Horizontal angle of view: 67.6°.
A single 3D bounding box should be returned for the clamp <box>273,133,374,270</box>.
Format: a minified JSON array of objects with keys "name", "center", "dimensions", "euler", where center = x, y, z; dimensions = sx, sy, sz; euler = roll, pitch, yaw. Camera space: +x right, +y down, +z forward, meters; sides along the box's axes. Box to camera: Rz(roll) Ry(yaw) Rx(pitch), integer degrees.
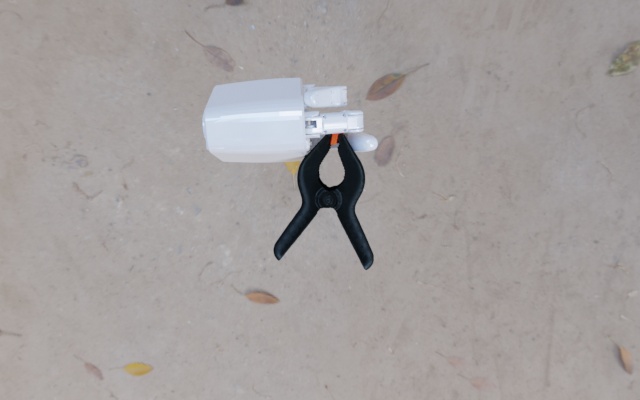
[{"name":"clamp","center":[0.000,0.002,0.562],"dimensions":[0.120,0.171,0.039],"euler":[-4,9,-2]}]
